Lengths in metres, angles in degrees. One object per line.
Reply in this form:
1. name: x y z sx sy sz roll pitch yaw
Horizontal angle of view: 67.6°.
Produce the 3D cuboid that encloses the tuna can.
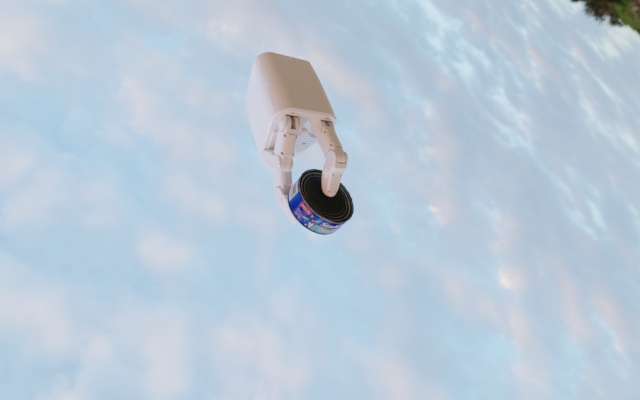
1. tuna can: 0.000 0.002 0.629 0.086 0.086 0.034 0 -35 -42
